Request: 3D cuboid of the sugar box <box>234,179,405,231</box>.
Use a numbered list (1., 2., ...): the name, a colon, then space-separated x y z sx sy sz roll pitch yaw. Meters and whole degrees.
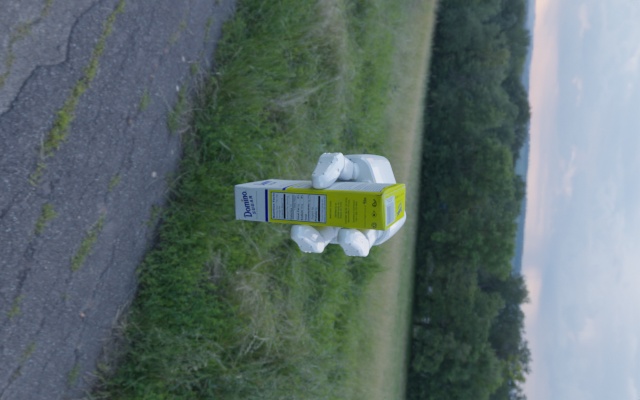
1. sugar box: 0.000 0.002 0.546 0.176 0.048 0.093 1 7 23
